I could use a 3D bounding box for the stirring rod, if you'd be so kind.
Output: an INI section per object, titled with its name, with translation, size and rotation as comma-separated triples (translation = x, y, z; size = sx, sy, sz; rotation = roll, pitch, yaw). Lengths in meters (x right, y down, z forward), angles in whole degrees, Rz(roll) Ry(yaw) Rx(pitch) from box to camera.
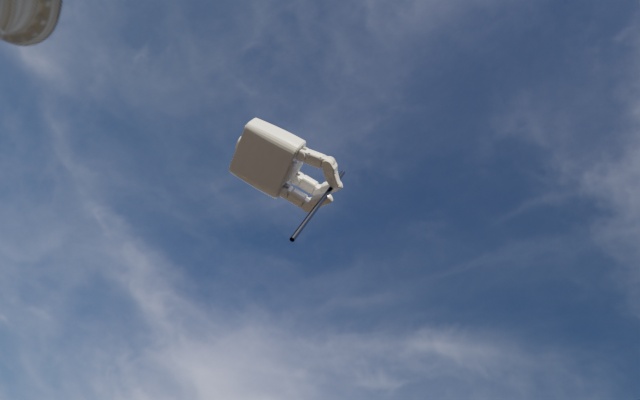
[stirring rod]
translation = 0.000, 0.003, 0.812
size = 0.011, 0.011, 0.239
rotation = 0, 28, 24
